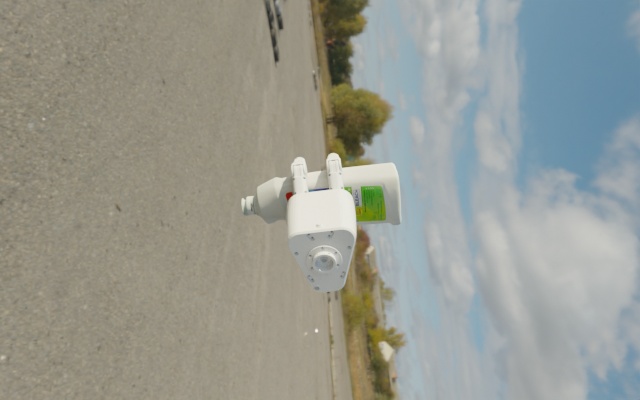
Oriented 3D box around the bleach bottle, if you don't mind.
[{"bbox_3d":[0.000,0.002,0.775,0.251,0.103,0.068,-7,29,3],"label":"bleach bottle"}]
